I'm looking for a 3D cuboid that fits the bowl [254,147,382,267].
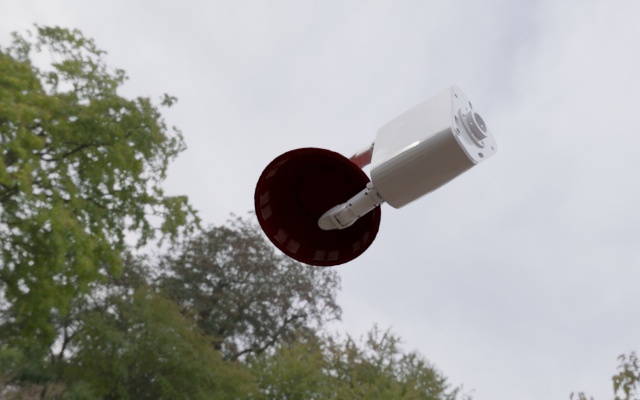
[{"bbox_3d":[-0.001,0.002,0.609,0.162,0.162,0.055,0,23,15],"label":"bowl"}]
